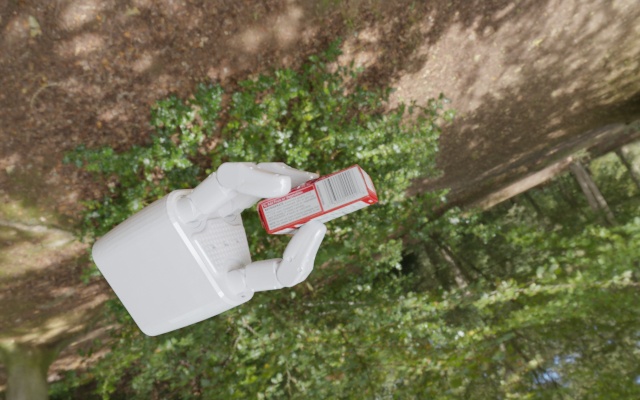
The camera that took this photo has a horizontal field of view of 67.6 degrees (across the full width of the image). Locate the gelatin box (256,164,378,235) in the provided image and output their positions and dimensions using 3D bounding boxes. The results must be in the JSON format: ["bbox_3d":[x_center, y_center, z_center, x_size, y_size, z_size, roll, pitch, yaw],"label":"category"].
[{"bbox_3d":[0.001,0.002,0.403,0.089,0.030,0.073,-21,-8,10],"label":"gelatin box"}]
